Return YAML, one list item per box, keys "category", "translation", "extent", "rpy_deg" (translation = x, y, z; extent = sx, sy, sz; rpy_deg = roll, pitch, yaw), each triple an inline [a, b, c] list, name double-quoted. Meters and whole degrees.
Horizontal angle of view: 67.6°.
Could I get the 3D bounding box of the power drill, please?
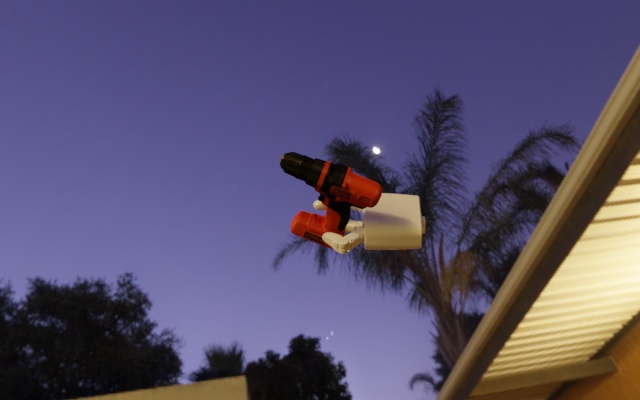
- category: "power drill"
  translation: [0.000, 0.003, 0.874]
  extent: [0.184, 0.057, 0.188]
  rpy_deg: [23, -39, 0]
